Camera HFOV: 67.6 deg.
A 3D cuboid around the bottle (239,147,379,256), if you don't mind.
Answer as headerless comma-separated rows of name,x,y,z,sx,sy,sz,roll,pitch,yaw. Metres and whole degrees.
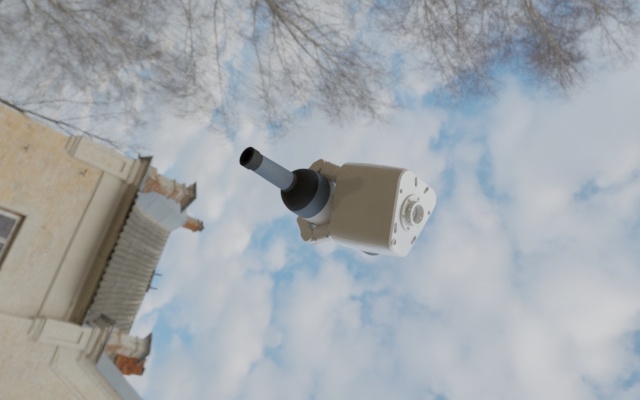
bottle,0.000,0.002,0.697,0.069,0.069,0.296,0,-23,44
